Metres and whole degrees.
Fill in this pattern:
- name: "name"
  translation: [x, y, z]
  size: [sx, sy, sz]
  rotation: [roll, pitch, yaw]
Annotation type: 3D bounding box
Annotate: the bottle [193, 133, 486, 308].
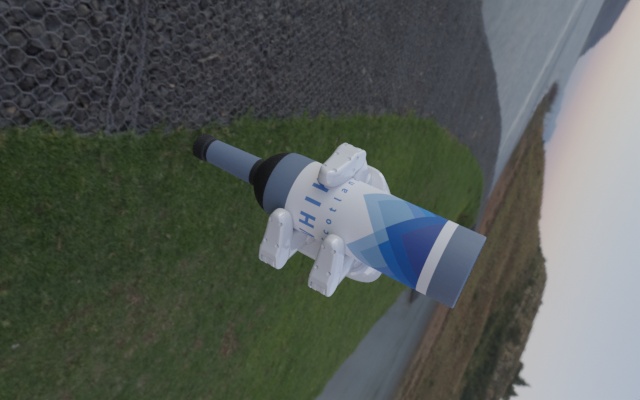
- name: "bottle"
  translation: [0.000, 0.002, 0.449]
  size: [0.295, 0.069, 0.069]
  rotation: [25, 9, 20]
